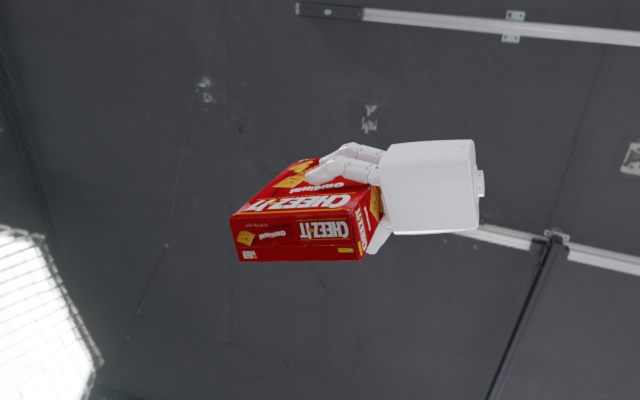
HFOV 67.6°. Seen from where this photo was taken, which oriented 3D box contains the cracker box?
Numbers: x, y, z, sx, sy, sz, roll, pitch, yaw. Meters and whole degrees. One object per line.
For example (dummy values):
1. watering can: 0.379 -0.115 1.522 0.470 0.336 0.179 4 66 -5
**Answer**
1. cracker box: 0.000 0.002 0.650 0.164 0.072 0.213 -4 21 23
